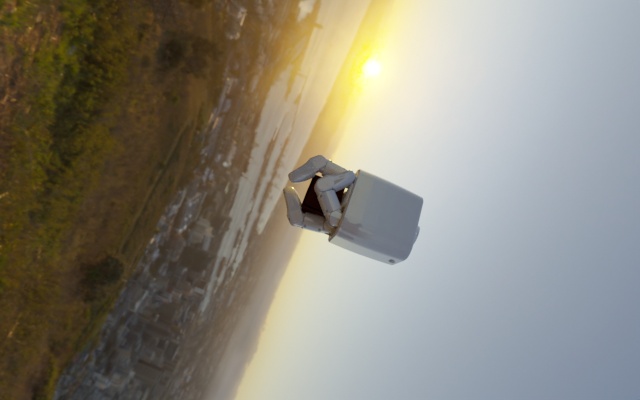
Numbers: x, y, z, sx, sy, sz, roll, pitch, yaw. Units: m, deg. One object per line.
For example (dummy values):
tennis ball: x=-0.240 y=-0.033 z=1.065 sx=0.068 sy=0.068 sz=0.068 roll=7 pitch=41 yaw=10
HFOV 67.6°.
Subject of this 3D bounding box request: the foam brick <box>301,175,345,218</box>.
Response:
foam brick: x=0.000 y=0.002 z=0.727 sx=0.051 sy=0.053 sz=0.078 roll=22 pitch=-16 yaw=-2
